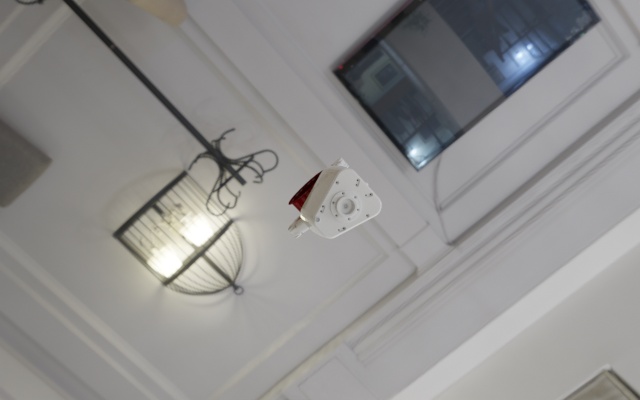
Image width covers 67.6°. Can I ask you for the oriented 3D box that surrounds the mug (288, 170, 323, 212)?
[{"bbox_3d":[0.000,0.003,0.887,0.093,0.081,0.117,-44,10,-4],"label":"mug"}]
